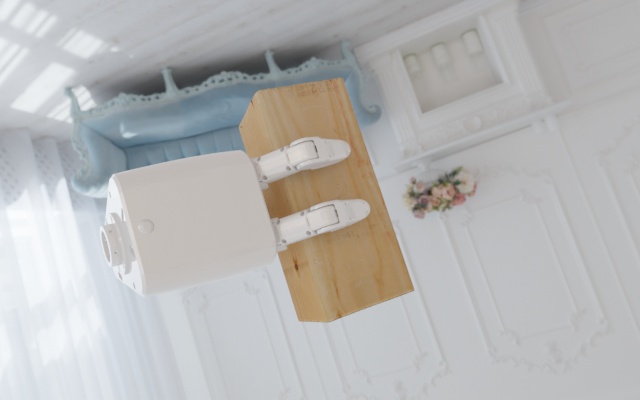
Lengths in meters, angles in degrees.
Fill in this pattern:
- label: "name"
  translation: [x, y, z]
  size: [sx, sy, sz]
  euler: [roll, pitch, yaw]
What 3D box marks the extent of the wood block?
- label: "wood block"
  translation: [0.000, 0.002, 0.457]
  size: [0.090, 0.206, 0.091]
  euler: [-15, -7, -22]
